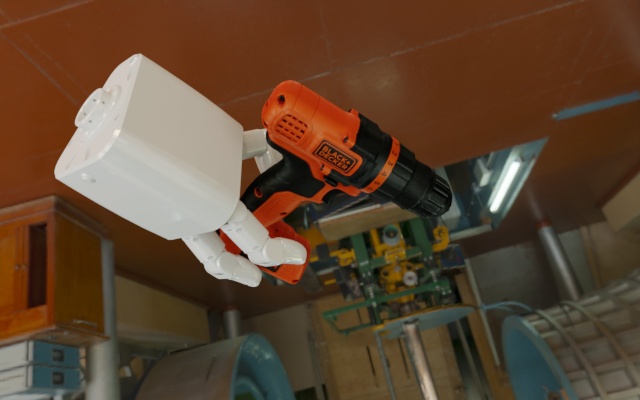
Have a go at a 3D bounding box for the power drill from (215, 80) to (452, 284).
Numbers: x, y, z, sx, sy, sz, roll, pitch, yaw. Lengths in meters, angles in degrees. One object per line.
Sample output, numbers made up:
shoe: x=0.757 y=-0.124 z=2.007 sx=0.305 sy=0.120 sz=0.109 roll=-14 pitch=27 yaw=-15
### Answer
power drill: x=0.000 y=0.002 z=0.443 sx=0.184 sy=0.057 sz=0.188 roll=31 pitch=-53 yaw=-16
